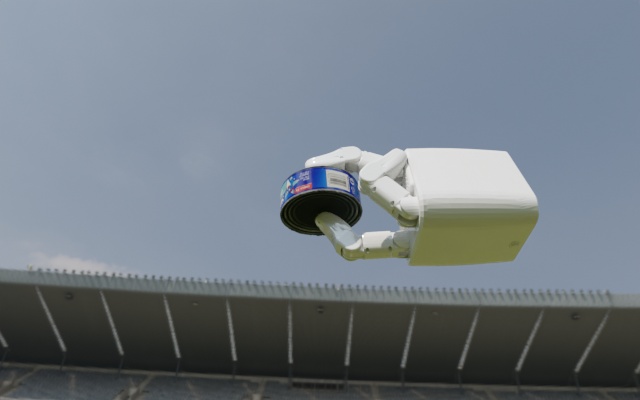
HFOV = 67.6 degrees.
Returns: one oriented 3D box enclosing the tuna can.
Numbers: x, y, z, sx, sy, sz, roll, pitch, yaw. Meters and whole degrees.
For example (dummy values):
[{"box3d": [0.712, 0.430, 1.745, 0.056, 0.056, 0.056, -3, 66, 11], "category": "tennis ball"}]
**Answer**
[{"box3d": [0.000, 0.001, 0.504, 0.086, 0.033, 0.086, -3, -35, -2], "category": "tuna can"}]
